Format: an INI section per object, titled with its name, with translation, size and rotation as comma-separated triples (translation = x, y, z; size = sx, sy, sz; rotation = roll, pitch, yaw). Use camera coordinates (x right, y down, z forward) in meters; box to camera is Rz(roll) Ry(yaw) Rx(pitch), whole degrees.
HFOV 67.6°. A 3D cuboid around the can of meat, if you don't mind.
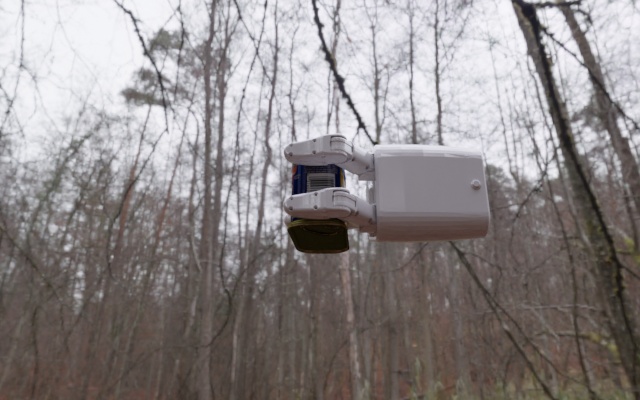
[can of meat]
translation = 0.000, 0.001, 0.493
size = 0.057, 0.084, 0.102
rotation = -1, -21, 5
